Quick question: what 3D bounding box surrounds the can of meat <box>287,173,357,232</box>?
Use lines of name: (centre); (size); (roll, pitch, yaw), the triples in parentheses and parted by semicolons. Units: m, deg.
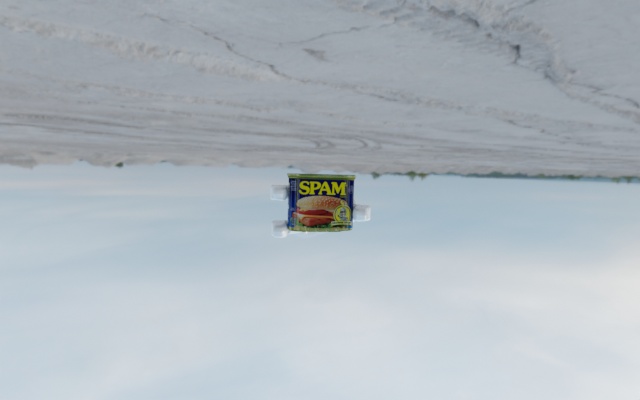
can of meat: (0.000, 0.003, 0.712); (0.102, 0.084, 0.057); (1, 4, -8)
